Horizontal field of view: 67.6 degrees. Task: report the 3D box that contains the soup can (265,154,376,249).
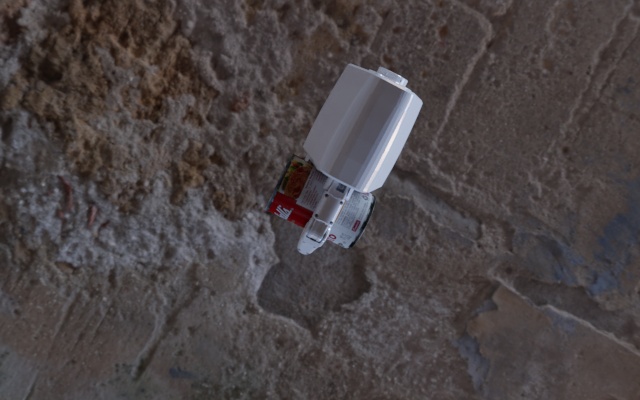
[{"bbox_3d":[0.000,0.002,0.520,0.102,0.068,0.068,26,-3,-5],"label":"soup can"}]
